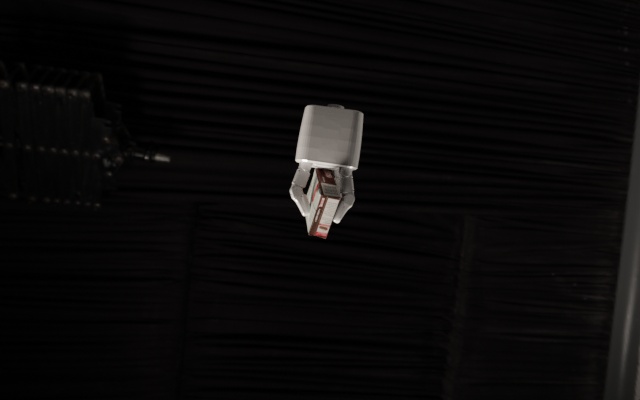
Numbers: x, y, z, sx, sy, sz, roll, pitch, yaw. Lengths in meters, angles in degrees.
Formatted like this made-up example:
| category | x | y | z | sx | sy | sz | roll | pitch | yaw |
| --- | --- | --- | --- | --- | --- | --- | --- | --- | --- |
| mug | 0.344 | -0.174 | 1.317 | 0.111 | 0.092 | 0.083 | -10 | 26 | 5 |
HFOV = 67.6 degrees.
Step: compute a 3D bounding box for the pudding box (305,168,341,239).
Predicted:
| category | x | y | z | sx | sy | sz | roll | pitch | yaw |
| --- | --- | --- | --- | --- | --- | --- | --- | --- | --- |
| pudding box | 0.000 | 0.003 | 0.899 | 0.039 | 0.090 | 0.113 | 12 | 27 | -12 |
